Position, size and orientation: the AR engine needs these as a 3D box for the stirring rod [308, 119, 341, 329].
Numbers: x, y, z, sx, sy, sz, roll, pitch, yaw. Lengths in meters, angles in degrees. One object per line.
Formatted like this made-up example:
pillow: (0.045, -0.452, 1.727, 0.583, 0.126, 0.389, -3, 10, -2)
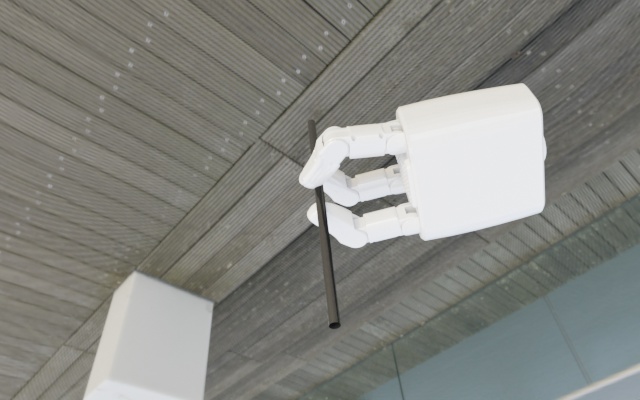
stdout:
stirring rod: (0.000, 0.001, 0.403, 0.011, 0.011, 0.239, 0, 43, -6)
